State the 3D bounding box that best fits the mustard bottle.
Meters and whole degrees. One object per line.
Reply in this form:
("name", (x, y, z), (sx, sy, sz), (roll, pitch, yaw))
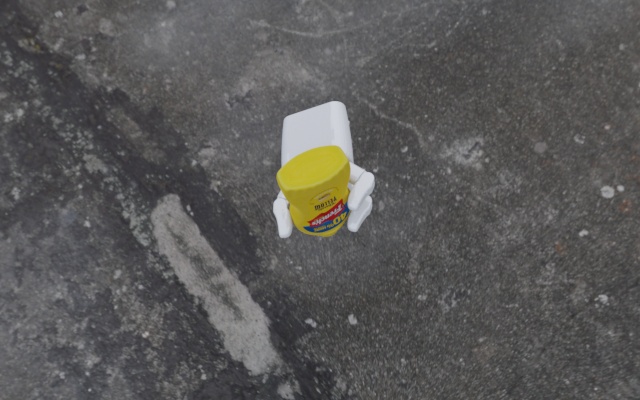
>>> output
("mustard bottle", (0.000, 0.002, 0.695), (0.096, 0.058, 0.192), (-27, -29, -8))
